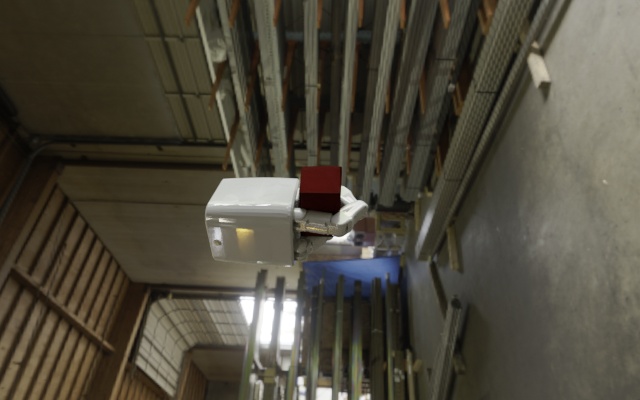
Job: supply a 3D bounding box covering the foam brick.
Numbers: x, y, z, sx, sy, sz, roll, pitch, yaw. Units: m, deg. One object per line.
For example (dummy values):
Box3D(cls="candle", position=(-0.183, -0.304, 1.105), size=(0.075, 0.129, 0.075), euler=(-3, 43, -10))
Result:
Box3D(cls="foam brick", position=(0.000, 0.002, 0.603), size=(0.051, 0.078, 0.053), euler=(2, 42, 2))
